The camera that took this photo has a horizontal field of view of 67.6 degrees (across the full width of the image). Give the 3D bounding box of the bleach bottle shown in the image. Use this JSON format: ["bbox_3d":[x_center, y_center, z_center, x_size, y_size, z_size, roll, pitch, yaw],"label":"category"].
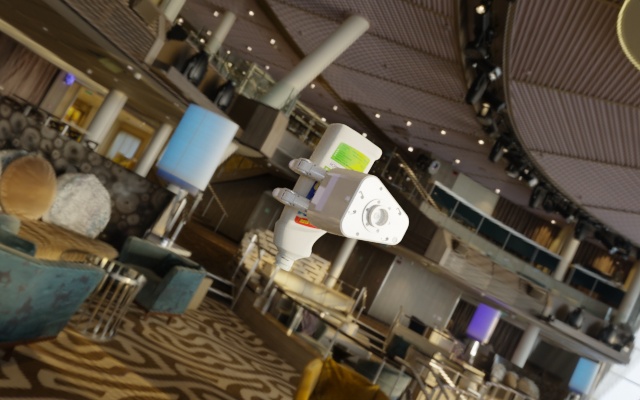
[{"bbox_3d":[0.000,0.003,0.795,0.102,0.251,0.068,31,-6,-24],"label":"bleach bottle"}]
